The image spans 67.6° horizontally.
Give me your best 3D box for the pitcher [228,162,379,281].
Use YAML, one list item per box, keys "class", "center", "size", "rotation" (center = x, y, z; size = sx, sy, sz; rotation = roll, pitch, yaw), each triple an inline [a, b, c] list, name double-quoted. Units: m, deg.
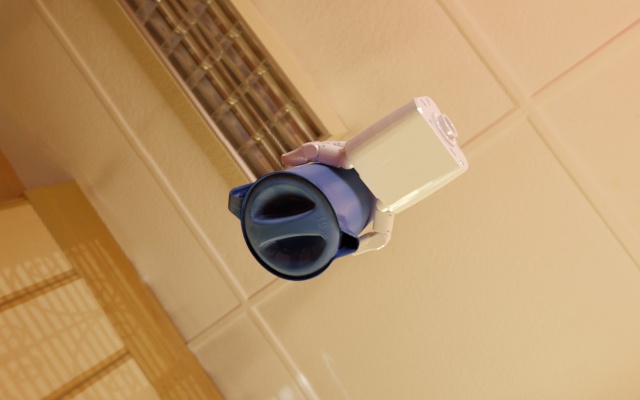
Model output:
- class: "pitcher"
  center: [0.000, 0.002, 0.658]
  size: [0.145, 0.149, 0.242]
  rotation: [-33, -2, 28]
